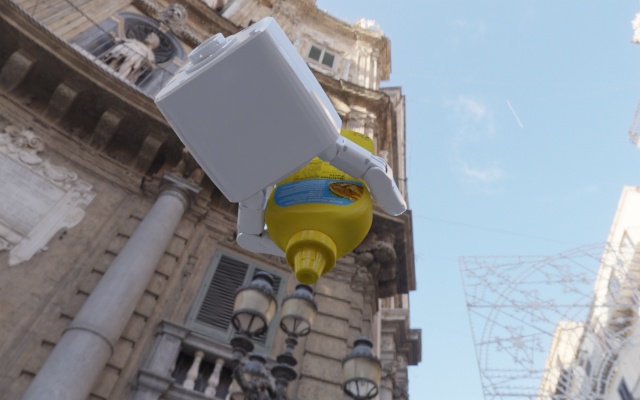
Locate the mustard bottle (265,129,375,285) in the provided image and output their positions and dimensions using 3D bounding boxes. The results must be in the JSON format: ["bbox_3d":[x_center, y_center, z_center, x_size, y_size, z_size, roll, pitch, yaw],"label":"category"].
[{"bbox_3d":[0.000,0.002,0.440,0.096,0.058,0.191,0,36,8],"label":"mustard bottle"}]
